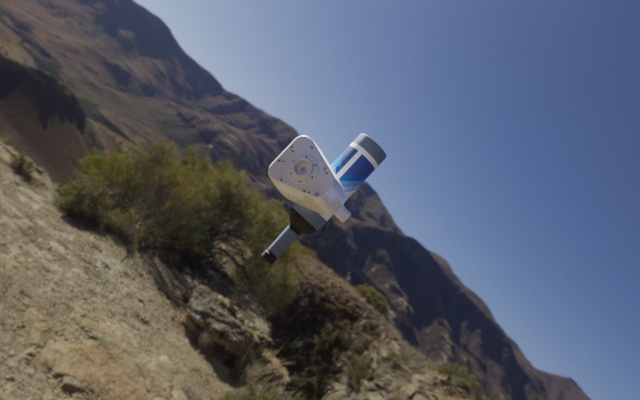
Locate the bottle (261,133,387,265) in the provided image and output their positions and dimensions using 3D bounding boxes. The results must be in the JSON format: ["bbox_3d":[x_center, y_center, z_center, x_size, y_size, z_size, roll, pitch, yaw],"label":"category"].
[{"bbox_3d":[0.000,0.003,0.895,0.069,0.295,0.069,43,-3,3],"label":"bottle"}]
